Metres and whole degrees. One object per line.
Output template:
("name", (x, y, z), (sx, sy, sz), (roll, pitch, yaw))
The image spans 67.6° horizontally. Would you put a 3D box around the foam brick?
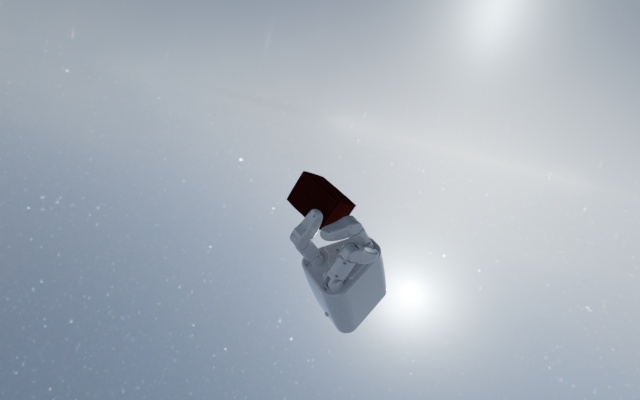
("foam brick", (0.000, 0.002, 0.698), (0.078, 0.053, 0.051), (43, 18, 30))
